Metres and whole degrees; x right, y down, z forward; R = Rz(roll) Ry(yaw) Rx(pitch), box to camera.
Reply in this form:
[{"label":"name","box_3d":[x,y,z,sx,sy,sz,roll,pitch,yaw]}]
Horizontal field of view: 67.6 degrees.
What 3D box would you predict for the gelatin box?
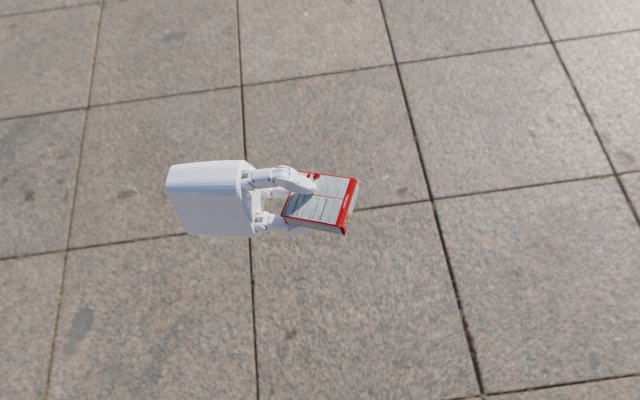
[{"label":"gelatin box","box_3d":[0.000,0.002,0.639,0.089,0.073,0.030,9,-26,23]}]
